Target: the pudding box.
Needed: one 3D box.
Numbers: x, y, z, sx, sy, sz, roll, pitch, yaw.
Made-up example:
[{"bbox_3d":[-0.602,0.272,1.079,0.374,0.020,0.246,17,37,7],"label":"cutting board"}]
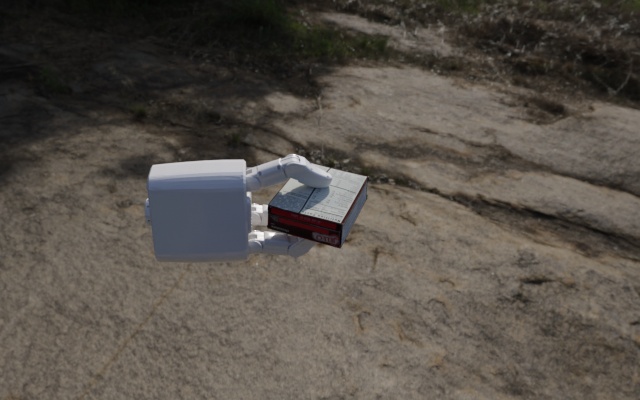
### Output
[{"bbox_3d":[0.000,0.002,0.564,0.090,0.039,0.113,15,37,15],"label":"pudding box"}]
